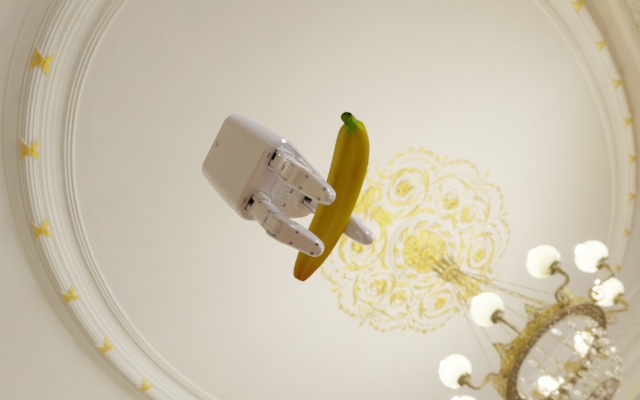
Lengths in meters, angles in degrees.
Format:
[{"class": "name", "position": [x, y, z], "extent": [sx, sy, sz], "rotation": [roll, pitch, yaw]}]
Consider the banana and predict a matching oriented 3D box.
[{"class": "banana", "position": [0.013, -0.005, 0.497], "extent": [0.037, 0.198, 0.069], "rotation": [33, 33, 30]}]
